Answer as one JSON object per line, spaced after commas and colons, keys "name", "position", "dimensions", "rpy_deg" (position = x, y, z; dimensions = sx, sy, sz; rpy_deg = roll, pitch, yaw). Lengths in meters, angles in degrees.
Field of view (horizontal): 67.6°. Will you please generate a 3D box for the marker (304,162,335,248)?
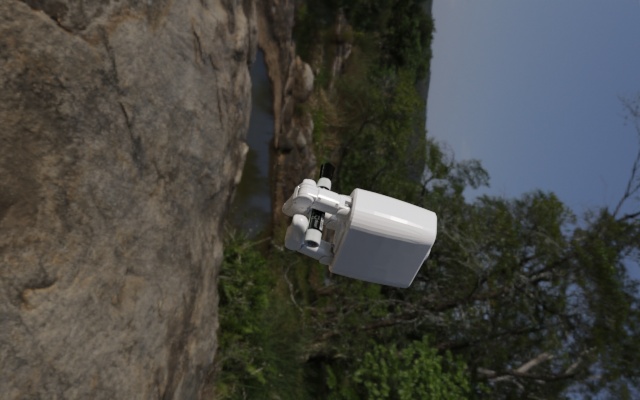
{"name": "marker", "position": [0.000, 0.002, 0.588], "dimensions": [0.020, 0.121, 0.020], "rpy_deg": [8, -34, 6]}
